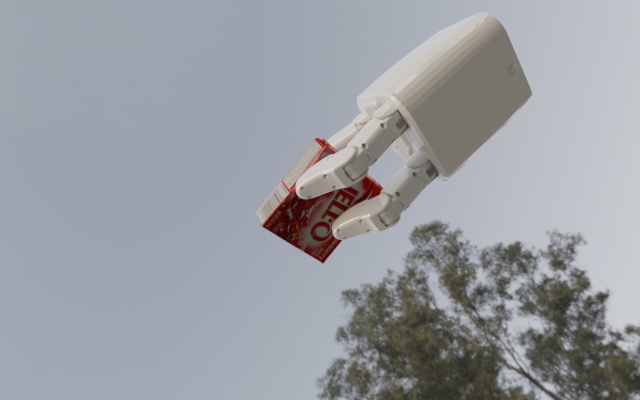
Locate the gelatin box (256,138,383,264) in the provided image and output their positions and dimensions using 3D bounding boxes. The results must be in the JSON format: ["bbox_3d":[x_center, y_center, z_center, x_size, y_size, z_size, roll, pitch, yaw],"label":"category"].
[{"bbox_3d":[0.000,0.001,0.418,0.073,0.089,0.030,35,10,-30],"label":"gelatin box"}]
